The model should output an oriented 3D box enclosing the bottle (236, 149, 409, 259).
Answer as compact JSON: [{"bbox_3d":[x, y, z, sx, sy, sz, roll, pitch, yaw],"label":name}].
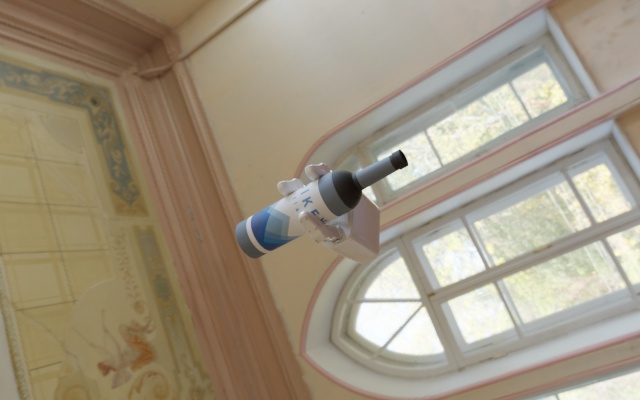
[{"bbox_3d":[0.000,0.003,0.739,0.296,0.069,0.069,-28,-12,23],"label":"bottle"}]
